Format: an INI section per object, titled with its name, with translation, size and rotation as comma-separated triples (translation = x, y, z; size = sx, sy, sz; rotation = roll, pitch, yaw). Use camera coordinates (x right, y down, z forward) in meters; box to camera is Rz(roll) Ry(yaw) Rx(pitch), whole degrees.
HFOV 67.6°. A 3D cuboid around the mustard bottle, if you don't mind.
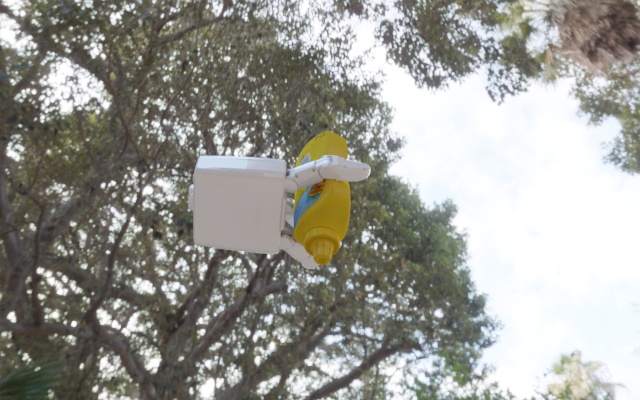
[mustard bottle]
translation = 0.000, 0.002, 0.599
size = 0.058, 0.191, 0.096
rotation = 24, -53, -21
